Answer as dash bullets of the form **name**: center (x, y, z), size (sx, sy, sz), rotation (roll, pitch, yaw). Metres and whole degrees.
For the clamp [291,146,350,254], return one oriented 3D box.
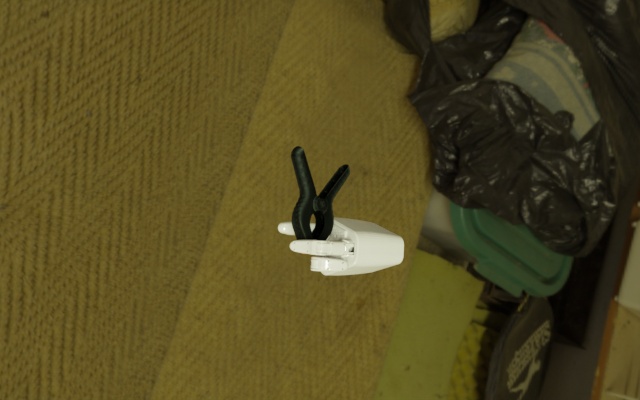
- **clamp**: center (0.000, 0.003, 0.785), size (0.120, 0.171, 0.039), rotation (5, -4, -34)
